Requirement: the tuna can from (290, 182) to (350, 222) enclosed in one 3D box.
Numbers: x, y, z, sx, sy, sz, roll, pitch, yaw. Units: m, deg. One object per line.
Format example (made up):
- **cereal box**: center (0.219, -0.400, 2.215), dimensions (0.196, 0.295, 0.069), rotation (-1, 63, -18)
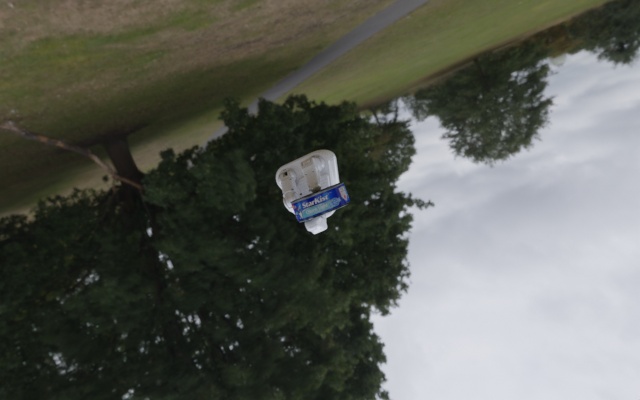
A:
- **tuna can**: center (0.000, 0.003, 0.716), dimensions (0.086, 0.034, 0.086), rotation (-21, 2, 1)
